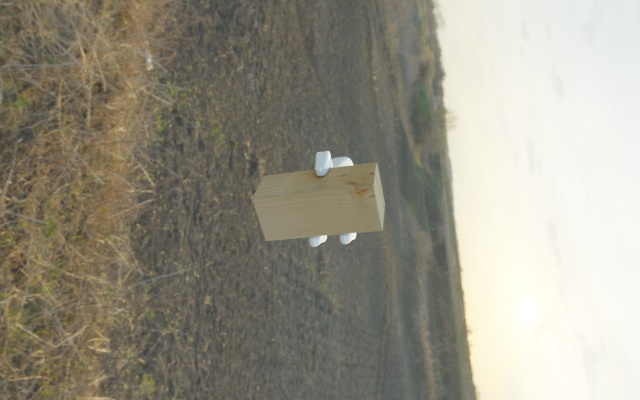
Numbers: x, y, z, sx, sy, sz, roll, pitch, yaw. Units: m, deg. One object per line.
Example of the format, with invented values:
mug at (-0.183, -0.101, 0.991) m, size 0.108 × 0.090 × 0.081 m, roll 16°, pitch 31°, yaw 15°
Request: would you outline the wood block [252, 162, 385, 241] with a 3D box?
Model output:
wood block at (0.000, 0.002, 0.826) m, size 0.206 × 0.091 × 0.090 m, roll -6°, pitch 28°, yaw 14°
